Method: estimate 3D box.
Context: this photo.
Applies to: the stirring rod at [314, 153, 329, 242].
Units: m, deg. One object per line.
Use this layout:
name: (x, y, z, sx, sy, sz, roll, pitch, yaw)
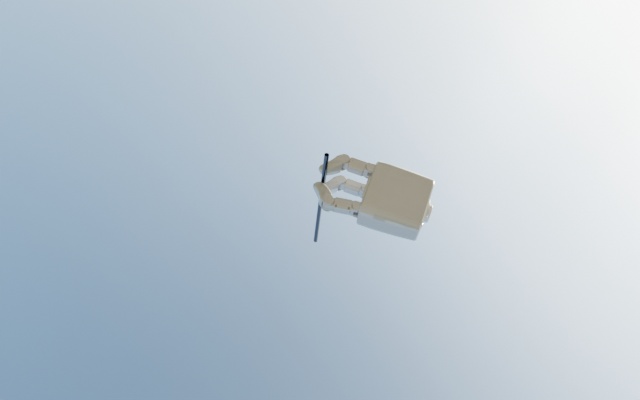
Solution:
stirring rod: (0.000, 0.003, 0.877, 0.011, 0.011, 0.240, 0, -41, -6)
